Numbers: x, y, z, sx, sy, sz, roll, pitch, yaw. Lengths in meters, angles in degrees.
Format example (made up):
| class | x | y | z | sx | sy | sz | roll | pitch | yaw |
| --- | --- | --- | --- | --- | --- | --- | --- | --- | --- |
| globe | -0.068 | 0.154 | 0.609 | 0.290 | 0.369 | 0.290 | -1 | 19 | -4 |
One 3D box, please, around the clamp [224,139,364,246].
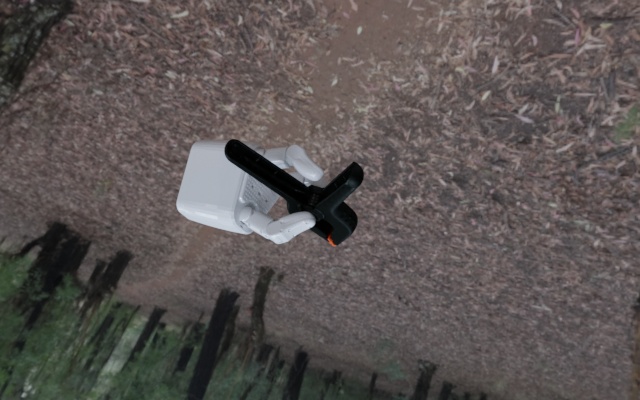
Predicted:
| class | x | y | z | sx | sy | sz | roll | pitch | yaw |
| --- | --- | --- | --- | --- | --- | --- | --- | --- | --- |
| clamp | 0.000 | 0.003 | 0.567 | 0.164 | 0.036 | 0.210 | 11 | -25 | 32 |
